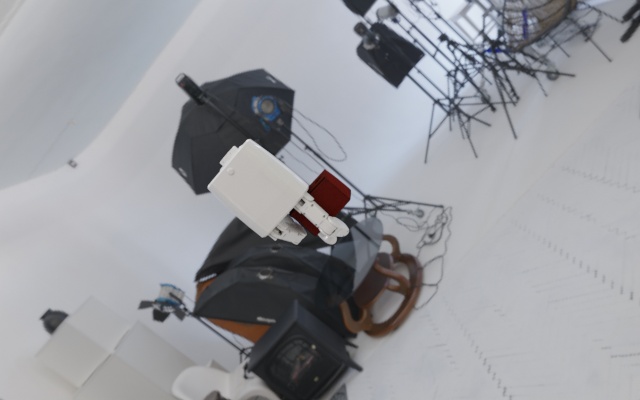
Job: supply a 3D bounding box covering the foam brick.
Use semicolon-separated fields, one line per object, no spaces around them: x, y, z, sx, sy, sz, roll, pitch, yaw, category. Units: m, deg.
0.000;0.002;0.690;0.051;0.078;0.053;41;14;-9;foam brick
